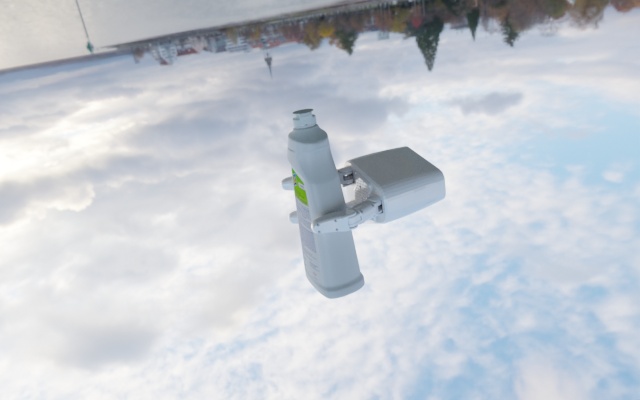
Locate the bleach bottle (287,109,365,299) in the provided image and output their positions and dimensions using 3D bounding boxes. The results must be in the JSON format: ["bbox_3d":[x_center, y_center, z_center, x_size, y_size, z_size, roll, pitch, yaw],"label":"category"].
[{"bbox_3d":[0.000,0.002,0.655,0.068,0.251,0.102,-18,22,-21],"label":"bleach bottle"}]
